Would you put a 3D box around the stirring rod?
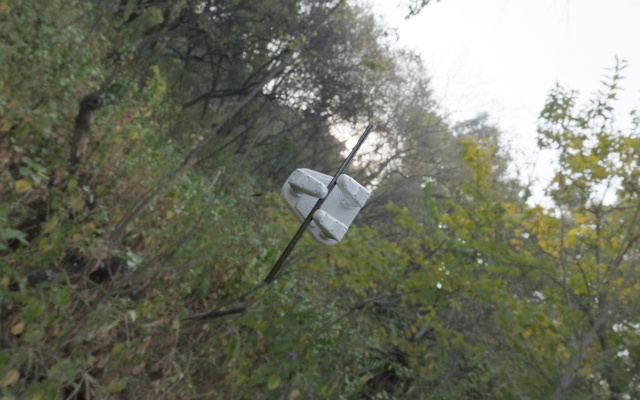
[{"bbox_3d":[0.000,0.002,0.601,0.011,0.239,0.011,33,-7,5],"label":"stirring rod"}]
